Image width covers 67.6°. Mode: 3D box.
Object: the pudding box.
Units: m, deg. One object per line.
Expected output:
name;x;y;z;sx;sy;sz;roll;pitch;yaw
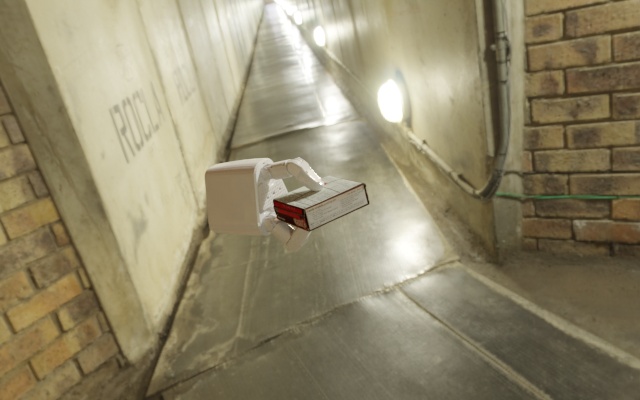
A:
pudding box;0.000;0.002;0.700;0.113;0.039;0.090;-25;23;-28
